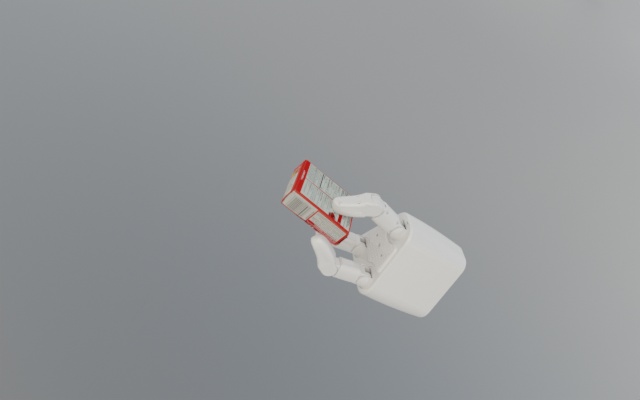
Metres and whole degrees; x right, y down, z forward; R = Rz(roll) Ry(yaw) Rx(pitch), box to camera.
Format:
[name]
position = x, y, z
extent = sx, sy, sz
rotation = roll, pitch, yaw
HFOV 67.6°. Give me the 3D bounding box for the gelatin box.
[gelatin box]
position = 0.000, 0.001, 0.585
extent = 0.030, 0.089, 0.073
rotation = -41, 19, 32
